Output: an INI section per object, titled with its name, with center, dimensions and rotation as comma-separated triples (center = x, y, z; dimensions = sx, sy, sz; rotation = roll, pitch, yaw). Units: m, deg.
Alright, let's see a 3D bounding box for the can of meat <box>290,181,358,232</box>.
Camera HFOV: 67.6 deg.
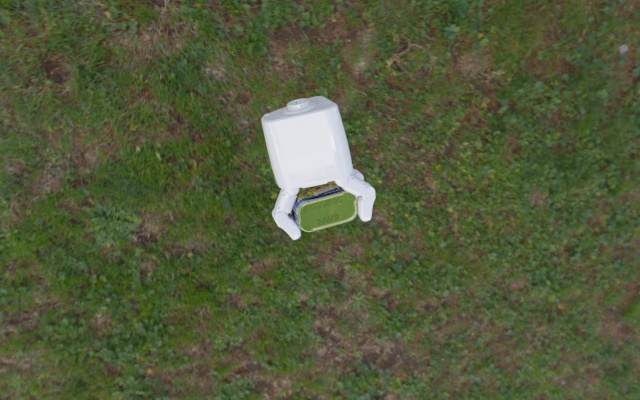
[can of meat]
center = 0.000, 0.003, 0.757
dimensions = 0.102, 0.057, 0.084
rotation = -15, 25, -11
